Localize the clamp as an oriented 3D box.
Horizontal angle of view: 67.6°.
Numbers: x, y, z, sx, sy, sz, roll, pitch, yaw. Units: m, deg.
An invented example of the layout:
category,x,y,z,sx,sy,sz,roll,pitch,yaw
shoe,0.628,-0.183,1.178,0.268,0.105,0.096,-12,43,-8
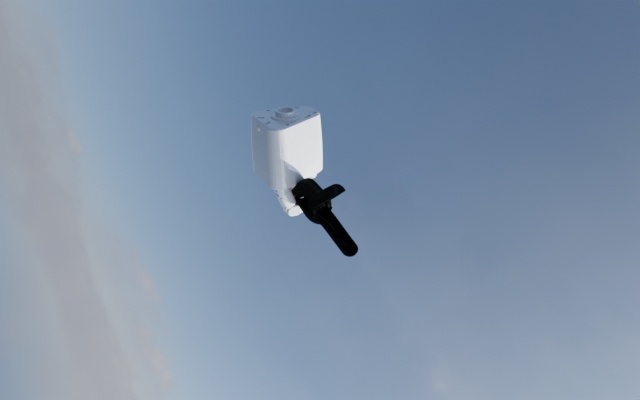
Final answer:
category,x,y,z,sx,sy,sz,roll,pitch,yaw
clamp,0.001,0.002,0.748,0.039,0.120,0.171,-22,37,-26
